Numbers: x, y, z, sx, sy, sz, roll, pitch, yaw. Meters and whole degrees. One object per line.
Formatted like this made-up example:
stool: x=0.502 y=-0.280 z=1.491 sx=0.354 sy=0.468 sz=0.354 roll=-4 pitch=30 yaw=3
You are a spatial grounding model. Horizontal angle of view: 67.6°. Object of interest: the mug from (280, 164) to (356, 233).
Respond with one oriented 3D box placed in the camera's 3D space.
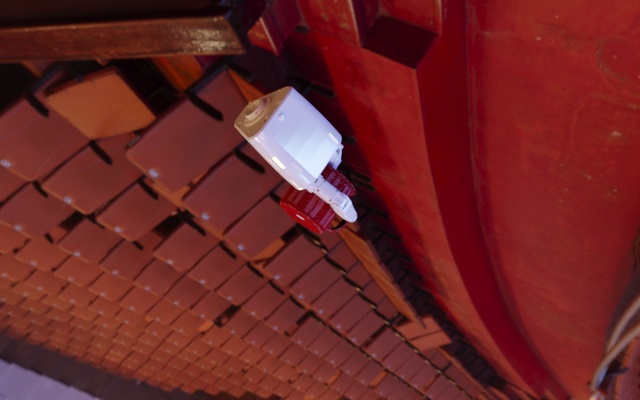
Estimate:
mug: x=0.001 y=0.003 z=0.724 sx=0.117 sy=0.081 sz=0.093 roll=43 pitch=-15 yaw=-30
